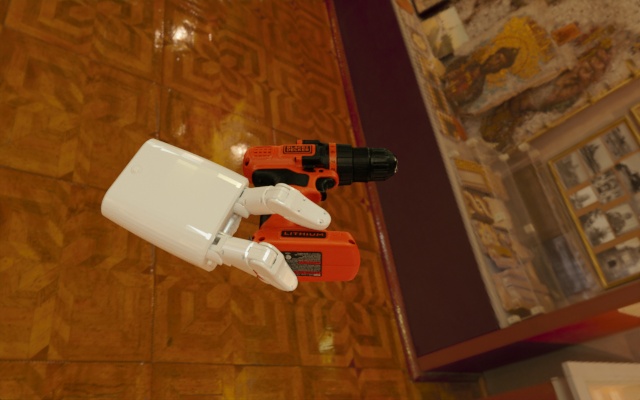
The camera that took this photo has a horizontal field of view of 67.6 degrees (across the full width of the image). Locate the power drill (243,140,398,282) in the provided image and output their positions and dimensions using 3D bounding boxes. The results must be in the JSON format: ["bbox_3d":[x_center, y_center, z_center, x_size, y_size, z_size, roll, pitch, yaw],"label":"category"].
[{"bbox_3d":[0.000,0.002,0.520,0.184,0.057,0.187,-2,39,1],"label":"power drill"}]
